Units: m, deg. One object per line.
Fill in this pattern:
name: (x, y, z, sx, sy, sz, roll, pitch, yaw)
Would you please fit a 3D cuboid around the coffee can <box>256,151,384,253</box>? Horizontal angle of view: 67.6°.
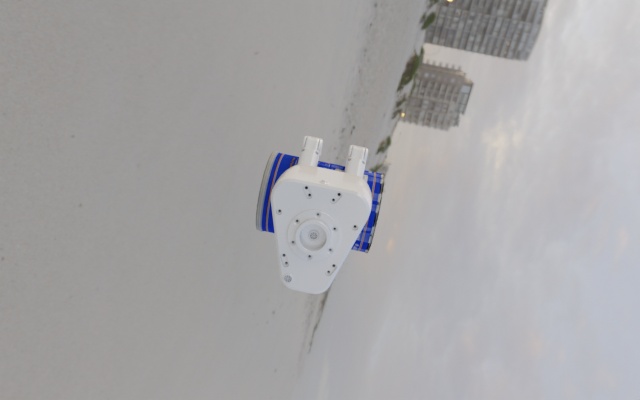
coffee can: (0.000, 0.002, 0.598, 0.140, 0.103, 0.103, 12, 0, 2)
